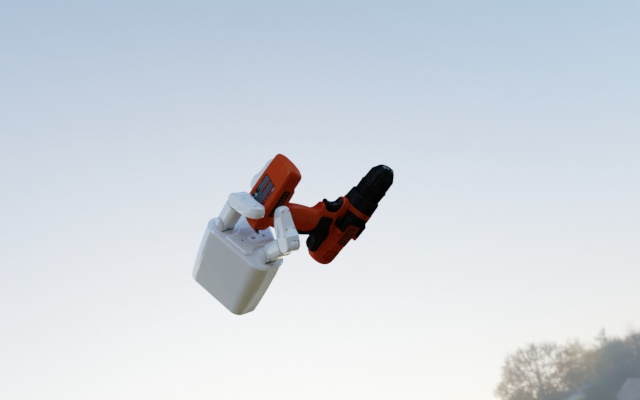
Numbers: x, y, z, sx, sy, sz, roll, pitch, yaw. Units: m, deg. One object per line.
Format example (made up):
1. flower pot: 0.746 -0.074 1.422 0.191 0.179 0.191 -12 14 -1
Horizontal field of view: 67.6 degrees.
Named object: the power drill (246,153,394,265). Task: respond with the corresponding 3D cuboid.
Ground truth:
1. power drill: 0.000 0.002 0.680 0.188 0.184 0.057 23 20 -39
